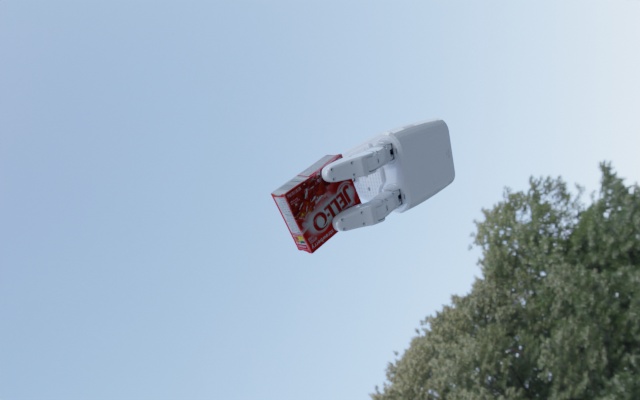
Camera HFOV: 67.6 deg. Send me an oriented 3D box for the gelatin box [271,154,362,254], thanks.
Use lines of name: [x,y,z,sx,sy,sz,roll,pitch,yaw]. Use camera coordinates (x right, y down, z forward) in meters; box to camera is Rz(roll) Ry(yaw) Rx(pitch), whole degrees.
gelatin box: [0.000,0.002,0.515,0.089,0.073,0.030,-37,25,-30]
